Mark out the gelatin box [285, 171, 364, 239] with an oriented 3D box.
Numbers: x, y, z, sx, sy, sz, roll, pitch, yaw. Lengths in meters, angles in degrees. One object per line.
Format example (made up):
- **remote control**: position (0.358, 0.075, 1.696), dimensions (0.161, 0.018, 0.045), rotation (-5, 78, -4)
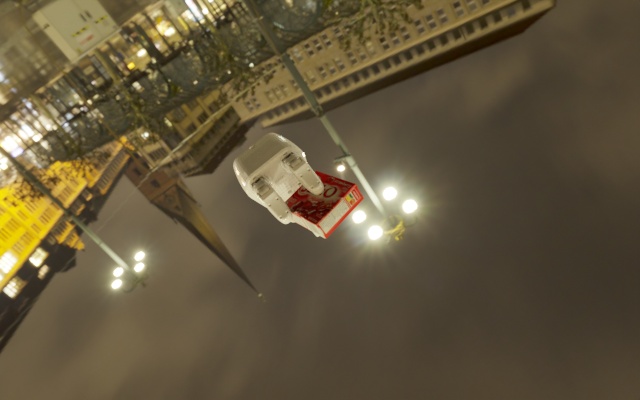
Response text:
- **gelatin box**: position (0.001, 0.002, 0.615), dimensions (0.073, 0.030, 0.089), rotation (-45, 35, -16)
